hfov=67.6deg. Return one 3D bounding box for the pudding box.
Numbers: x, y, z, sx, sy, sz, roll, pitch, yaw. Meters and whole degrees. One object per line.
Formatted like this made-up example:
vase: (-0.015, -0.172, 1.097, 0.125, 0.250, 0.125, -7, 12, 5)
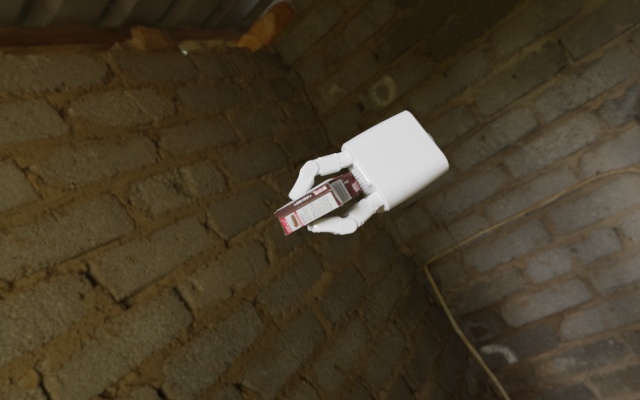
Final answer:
pudding box: (0.000, 0.002, 0.653, 0.090, 0.039, 0.113, -30, -2, 21)
